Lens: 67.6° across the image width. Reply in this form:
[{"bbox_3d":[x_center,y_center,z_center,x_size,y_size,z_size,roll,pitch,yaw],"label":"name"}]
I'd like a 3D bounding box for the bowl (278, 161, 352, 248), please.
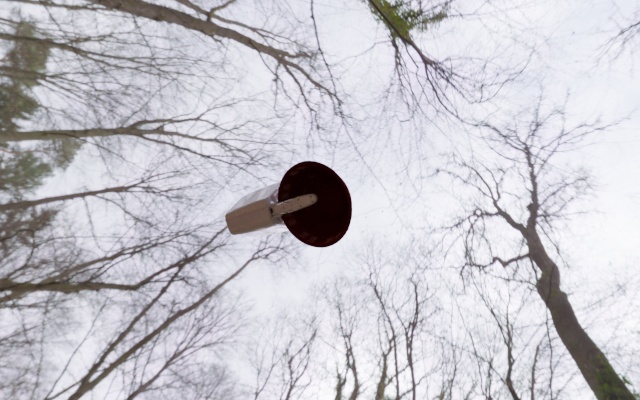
[{"bbox_3d":[0.001,0.003,0.883,0.162,0.162,0.055,0,12,34],"label":"bowl"}]
